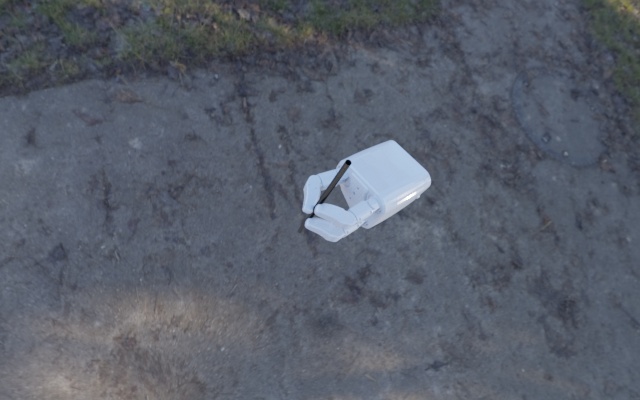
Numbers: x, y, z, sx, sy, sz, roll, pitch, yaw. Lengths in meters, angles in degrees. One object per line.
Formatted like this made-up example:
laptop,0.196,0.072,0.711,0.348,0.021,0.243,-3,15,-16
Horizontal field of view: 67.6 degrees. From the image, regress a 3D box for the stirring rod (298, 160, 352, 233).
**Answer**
stirring rod,0.000,0.002,0.685,0.011,0.011,0.240,0,-24,-18
